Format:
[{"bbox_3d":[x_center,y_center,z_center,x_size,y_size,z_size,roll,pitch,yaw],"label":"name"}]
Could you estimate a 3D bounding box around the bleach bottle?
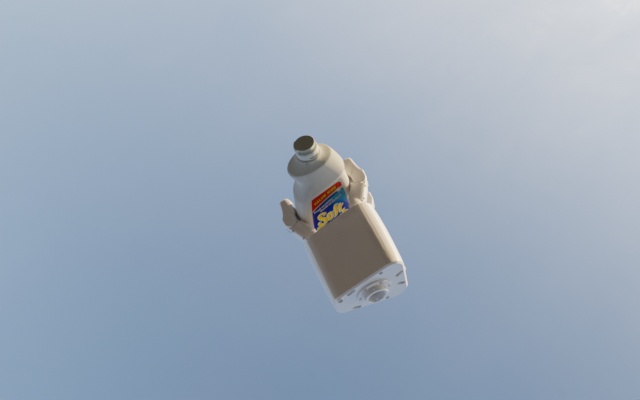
[{"bbox_3d":[0.000,0.002,0.715,0.102,0.068,0.251,-25,-39,-2],"label":"bleach bottle"}]
